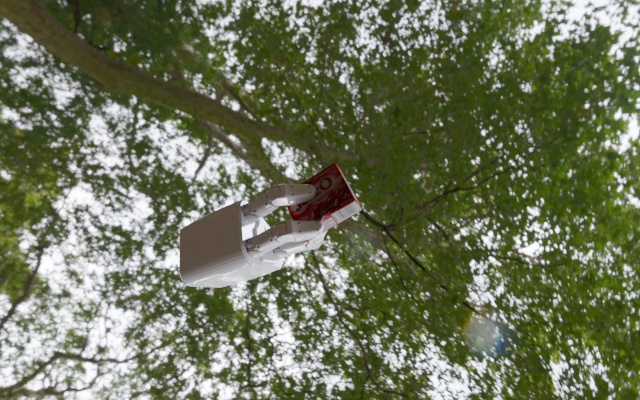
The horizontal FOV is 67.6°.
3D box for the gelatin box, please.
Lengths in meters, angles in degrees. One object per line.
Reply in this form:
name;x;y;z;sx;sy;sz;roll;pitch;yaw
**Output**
gelatin box;0.001;0.002;0.642;0.089;0.073;0.030;-31;-38;7
